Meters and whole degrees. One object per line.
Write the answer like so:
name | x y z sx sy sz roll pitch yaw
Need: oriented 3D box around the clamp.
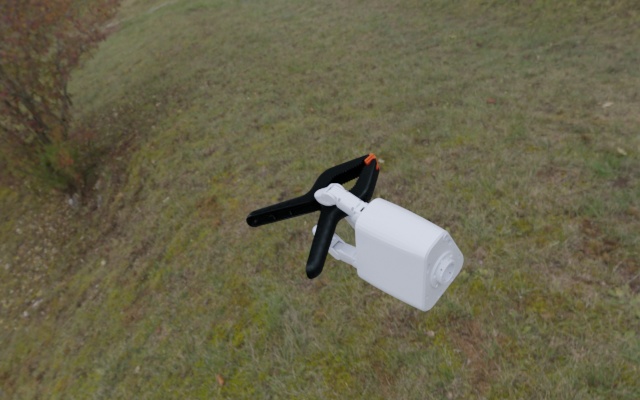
clamp | 0.000 0.001 0.697 0.164 0.210 0.036 27 -26 38
